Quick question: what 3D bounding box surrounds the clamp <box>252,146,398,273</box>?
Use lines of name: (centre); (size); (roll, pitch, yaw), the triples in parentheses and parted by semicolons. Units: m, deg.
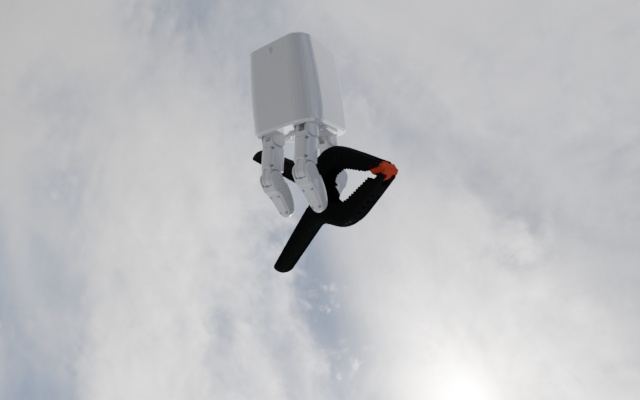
clamp: (0.001, 0.002, 0.576); (0.210, 0.164, 0.036); (-10, -4, 41)
